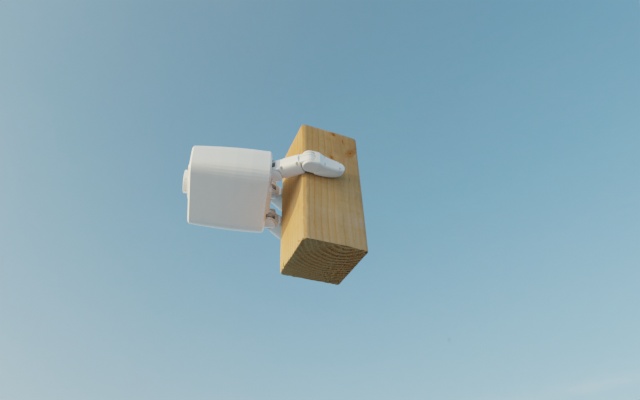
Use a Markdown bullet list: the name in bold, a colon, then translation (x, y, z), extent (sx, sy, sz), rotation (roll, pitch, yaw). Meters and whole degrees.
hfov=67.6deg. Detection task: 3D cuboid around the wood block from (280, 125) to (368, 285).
- **wood block**: translation (0.000, 0.002, 0.677), extent (0.090, 0.206, 0.091), rotation (14, -42, -19)
